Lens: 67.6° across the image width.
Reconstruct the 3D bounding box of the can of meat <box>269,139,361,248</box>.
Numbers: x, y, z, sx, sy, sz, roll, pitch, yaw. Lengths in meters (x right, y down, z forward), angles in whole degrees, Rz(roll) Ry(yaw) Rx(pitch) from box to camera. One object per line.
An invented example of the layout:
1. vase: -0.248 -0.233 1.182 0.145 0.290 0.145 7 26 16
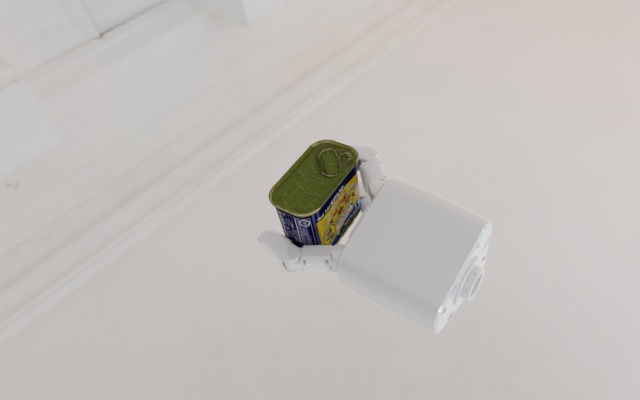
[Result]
1. can of meat: 0.000 0.002 0.500 0.057 0.102 0.084 22 -34 27
